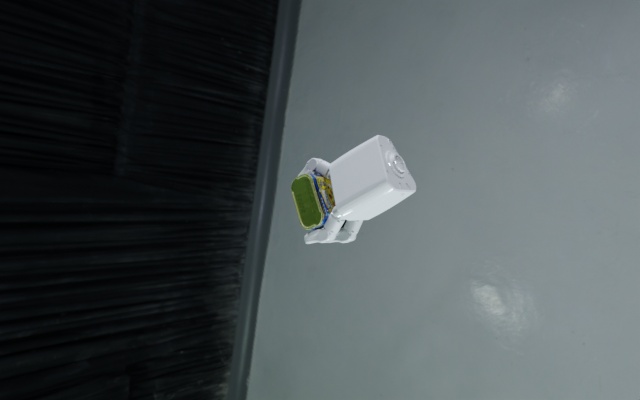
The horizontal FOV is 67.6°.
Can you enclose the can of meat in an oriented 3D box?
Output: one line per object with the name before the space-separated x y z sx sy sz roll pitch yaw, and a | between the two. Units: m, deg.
can of meat | 0.000 0.003 0.852 0.057 0.102 0.084 -28 -18 34
